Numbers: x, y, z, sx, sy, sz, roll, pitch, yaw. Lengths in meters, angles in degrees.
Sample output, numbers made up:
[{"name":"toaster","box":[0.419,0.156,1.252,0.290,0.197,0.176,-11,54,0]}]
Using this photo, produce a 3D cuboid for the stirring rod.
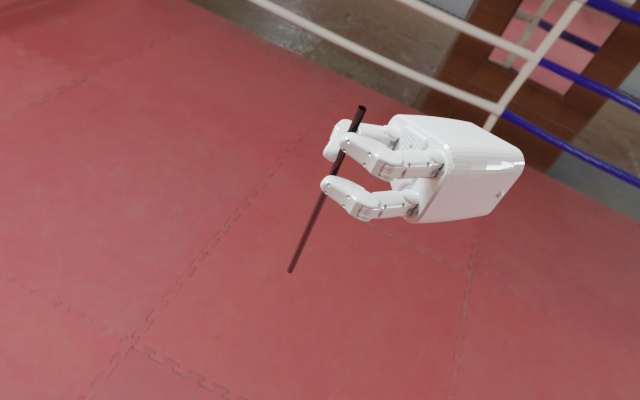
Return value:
[{"name":"stirring rod","box":[0.000,0.002,0.501,0.011,0.011,0.240,0,-44,-25]}]
